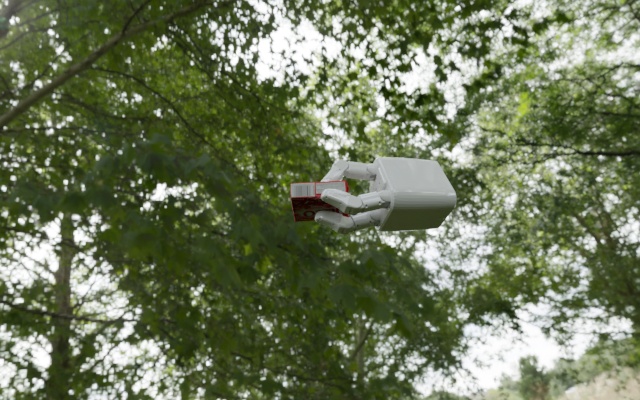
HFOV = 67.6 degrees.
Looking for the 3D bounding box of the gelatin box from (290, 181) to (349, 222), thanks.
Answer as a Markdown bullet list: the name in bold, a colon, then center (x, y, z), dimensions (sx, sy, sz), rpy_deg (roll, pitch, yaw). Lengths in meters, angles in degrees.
- **gelatin box**: center (0.000, 0.002, 0.745), dimensions (0.089, 0.030, 0.073), rpy_deg (-3, -32, 1)
